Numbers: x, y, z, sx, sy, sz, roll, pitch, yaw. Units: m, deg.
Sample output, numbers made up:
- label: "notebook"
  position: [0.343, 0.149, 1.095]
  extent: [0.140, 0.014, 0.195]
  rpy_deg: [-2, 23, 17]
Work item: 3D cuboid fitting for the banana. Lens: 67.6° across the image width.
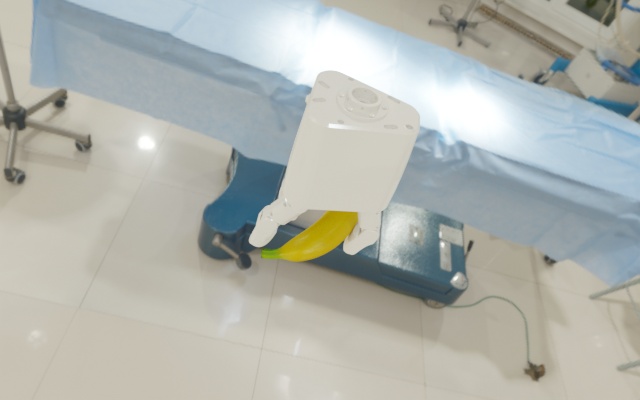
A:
- label: "banana"
  position: [0.014, 0.013, 0.572]
  extent: [0.069, 0.037, 0.197]
  rpy_deg: [29, 48, 17]
